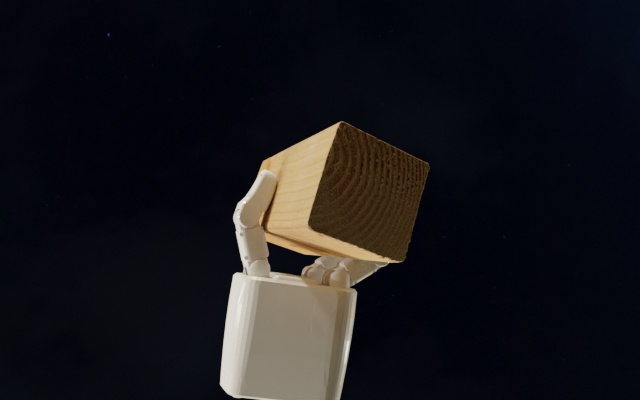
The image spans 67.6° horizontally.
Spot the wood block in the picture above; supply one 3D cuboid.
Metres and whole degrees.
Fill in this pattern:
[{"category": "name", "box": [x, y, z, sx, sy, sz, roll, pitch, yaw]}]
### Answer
[{"category": "wood block", "box": [0.000, 0.002, 0.466, 0.091, 0.090, 0.206, 22, -12, -21]}]
